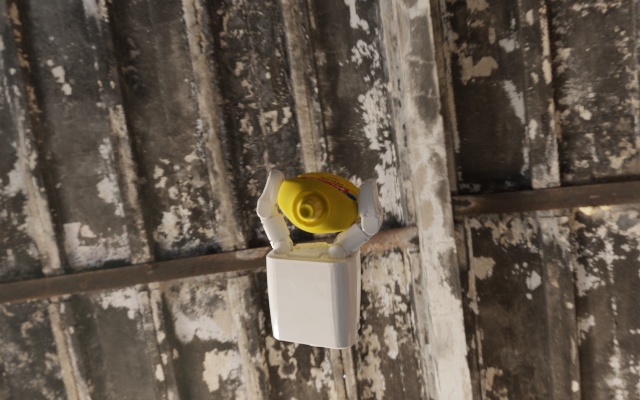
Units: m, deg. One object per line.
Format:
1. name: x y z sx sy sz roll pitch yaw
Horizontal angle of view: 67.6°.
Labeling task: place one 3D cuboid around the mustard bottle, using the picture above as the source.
1. mustard bottle: 0.000 0.002 0.572 0.096 0.058 0.191 22 9 6
